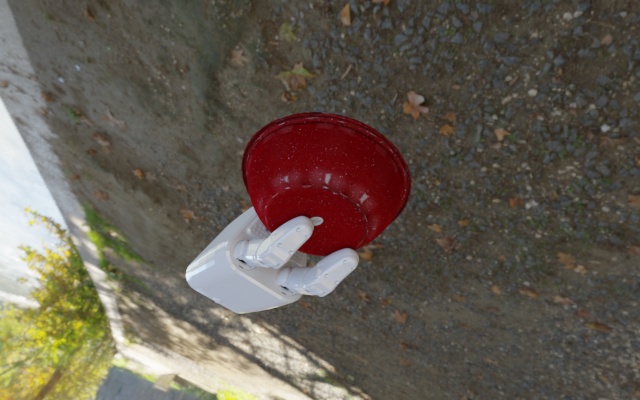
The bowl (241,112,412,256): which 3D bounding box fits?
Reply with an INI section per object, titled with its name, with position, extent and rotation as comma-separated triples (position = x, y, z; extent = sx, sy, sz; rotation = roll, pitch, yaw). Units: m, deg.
[bowl]
position = 0.001, 0.001, 0.433
extent = 0.162, 0.055, 0.162
rotation = 6, -44, 6
